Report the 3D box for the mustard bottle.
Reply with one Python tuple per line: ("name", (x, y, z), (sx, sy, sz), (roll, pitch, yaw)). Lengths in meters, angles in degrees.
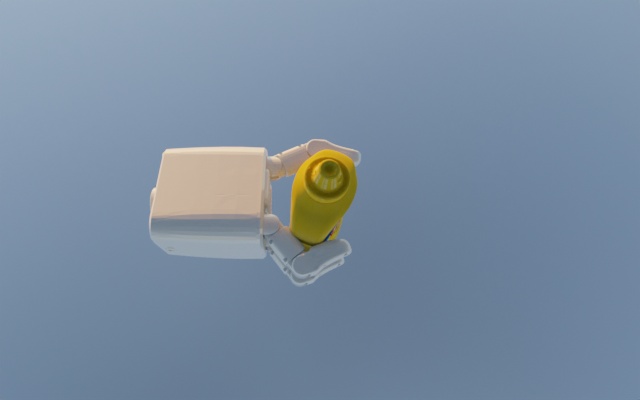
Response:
("mustard bottle", (0.000, 0.002, 0.485), (0.058, 0.096, 0.192), (24, -17, 4))
